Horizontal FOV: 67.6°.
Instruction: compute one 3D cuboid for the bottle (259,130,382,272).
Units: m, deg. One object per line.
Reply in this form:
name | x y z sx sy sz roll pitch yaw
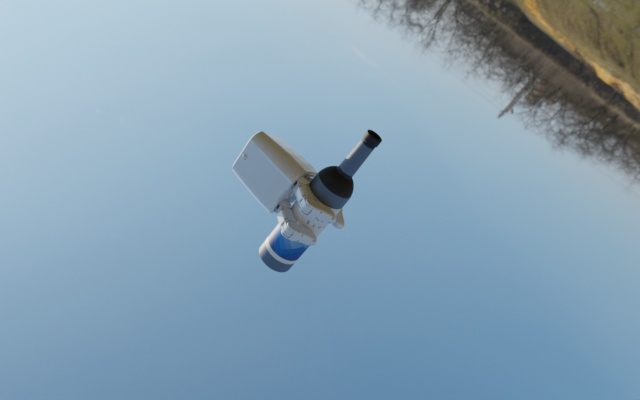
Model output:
bottle | 0.000 0.003 0.785 0.069 0.069 0.296 0 -43 -49
